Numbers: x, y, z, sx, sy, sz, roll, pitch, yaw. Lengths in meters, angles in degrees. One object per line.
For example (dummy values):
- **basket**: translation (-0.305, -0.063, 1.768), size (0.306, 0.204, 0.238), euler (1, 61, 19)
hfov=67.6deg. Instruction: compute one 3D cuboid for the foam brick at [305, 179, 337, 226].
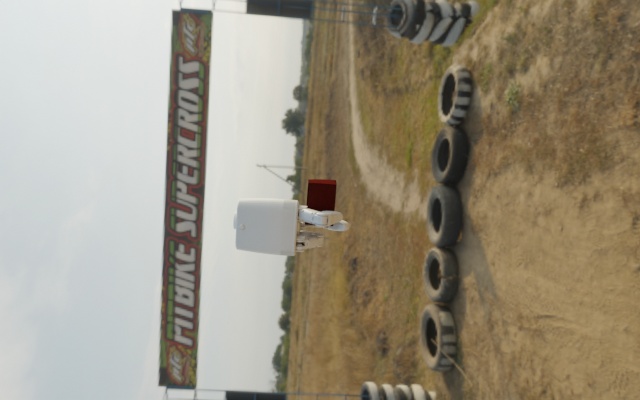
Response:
- **foam brick**: translation (0.000, 0.003, 0.858), size (0.051, 0.078, 0.053), euler (5, 9, -1)
